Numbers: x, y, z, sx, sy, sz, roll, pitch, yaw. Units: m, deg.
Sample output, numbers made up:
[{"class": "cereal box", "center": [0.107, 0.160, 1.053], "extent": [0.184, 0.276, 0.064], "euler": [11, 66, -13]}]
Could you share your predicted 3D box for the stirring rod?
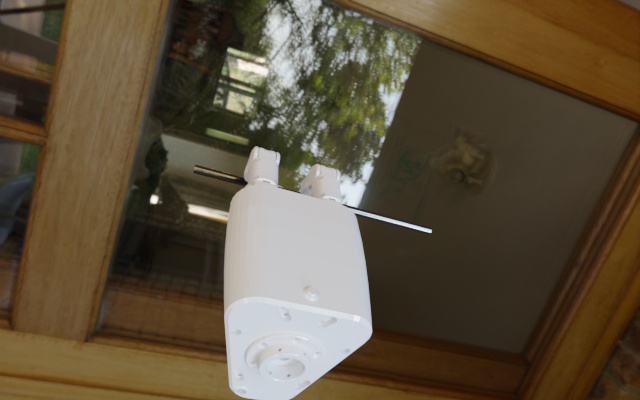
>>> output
[{"class": "stirring rod", "center": [0.000, 0.002, 0.456], "extent": [0.239, 0.011, 0.011], "euler": [15, -4, -16]}]
